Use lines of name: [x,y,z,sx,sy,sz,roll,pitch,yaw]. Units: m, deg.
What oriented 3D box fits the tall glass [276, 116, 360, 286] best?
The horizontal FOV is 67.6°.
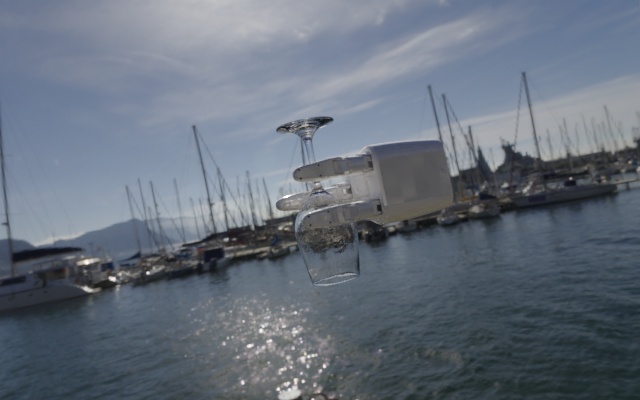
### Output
tall glass: [0.000,0.001,0.599,0.079,0.201,0.079,-11,-1,0]
